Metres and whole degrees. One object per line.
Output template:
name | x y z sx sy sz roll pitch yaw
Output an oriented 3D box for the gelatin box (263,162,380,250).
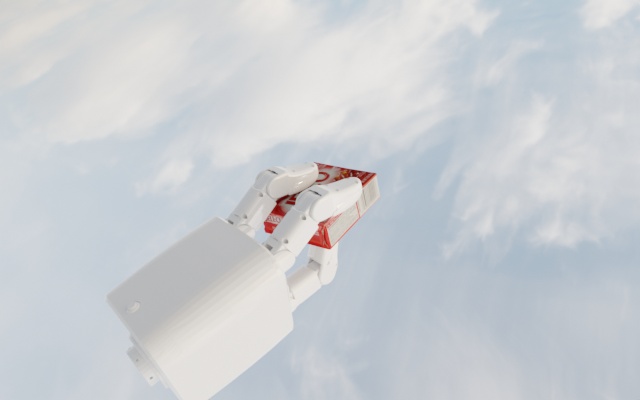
gelatin box | 0.000 0.002 0.432 0.073 0.030 0.089 13 40 35
